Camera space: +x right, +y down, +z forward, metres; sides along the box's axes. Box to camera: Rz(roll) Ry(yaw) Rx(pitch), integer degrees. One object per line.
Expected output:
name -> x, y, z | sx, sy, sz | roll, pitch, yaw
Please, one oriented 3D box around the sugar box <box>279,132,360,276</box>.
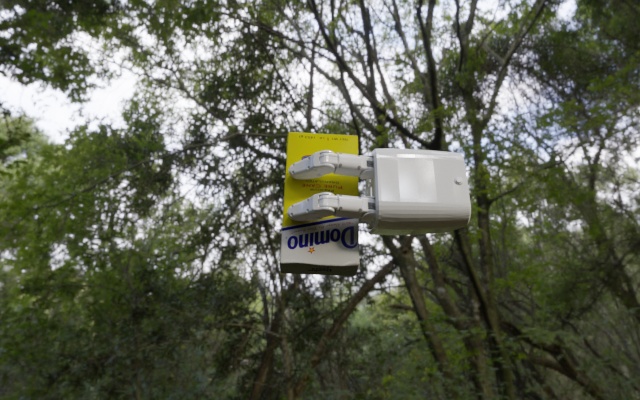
sugar box -> 0.000, 0.002, 0.588 | 0.093, 0.176, 0.048 | 2, -27, -3
